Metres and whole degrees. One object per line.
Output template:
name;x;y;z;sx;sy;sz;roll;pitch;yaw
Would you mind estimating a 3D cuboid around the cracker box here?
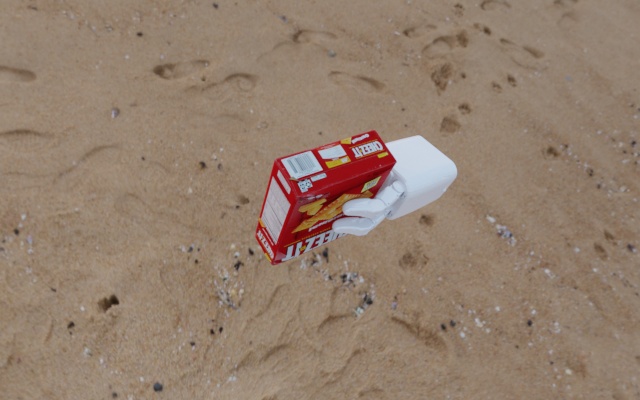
cracker box;0.000;0.002;0.719;0.164;0.072;0.214;-20;-25;-26
